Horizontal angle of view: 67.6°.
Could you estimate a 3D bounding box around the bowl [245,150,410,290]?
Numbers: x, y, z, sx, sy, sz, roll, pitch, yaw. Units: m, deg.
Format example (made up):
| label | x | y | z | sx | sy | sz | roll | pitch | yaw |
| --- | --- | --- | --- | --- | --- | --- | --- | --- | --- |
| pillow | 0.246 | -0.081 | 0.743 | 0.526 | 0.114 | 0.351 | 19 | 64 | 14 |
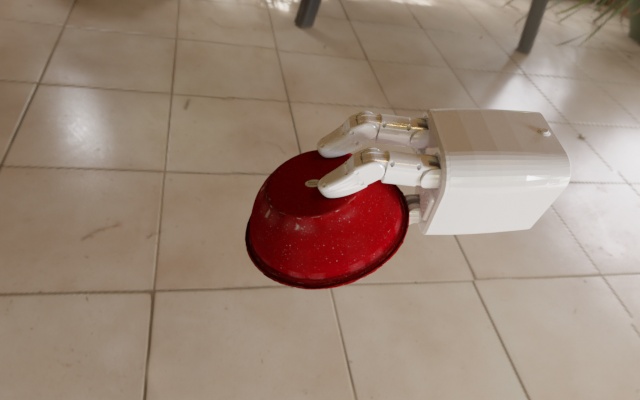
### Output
| label | x | y | z | sx | sy | sz | roll | pitch | yaw |
| --- | --- | --- | --- | --- | --- | --- | --- | --- | --- |
| bowl | -0.001 | 0.002 | 0.445 | 0.162 | 0.055 | 0.162 | -8 | 43 | 8 |
